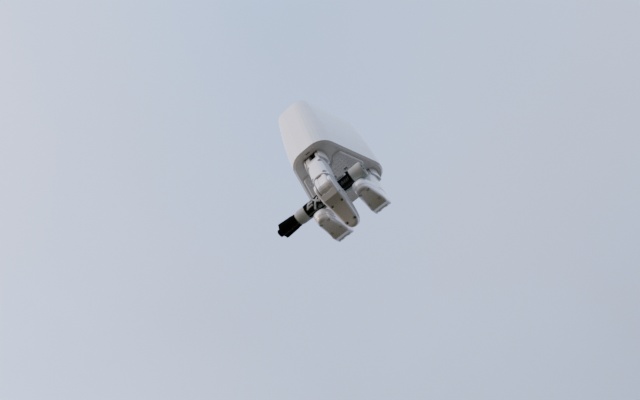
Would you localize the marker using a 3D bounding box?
[{"bbox_3d":[0.000,0.002,0.526,0.121,0.020,0.020,-38,-11,14],"label":"marker"}]
